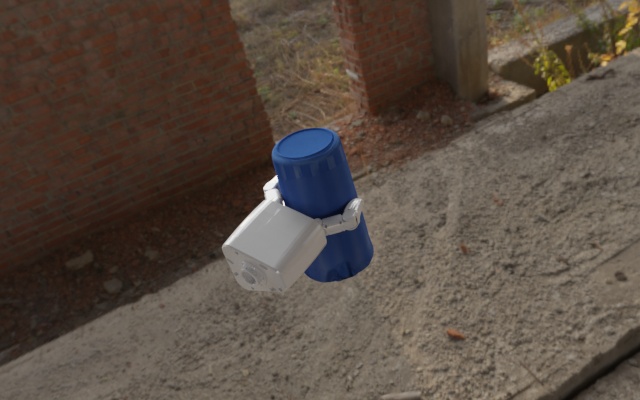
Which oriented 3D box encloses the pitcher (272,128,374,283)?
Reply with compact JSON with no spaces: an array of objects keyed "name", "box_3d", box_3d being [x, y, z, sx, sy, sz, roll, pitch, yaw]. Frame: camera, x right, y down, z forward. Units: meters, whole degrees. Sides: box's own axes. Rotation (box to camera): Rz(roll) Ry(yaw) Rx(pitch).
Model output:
[{"name":"pitcher","box_3d":[0.000,0.003,0.795,0.149,0.243,0.145,11,43,33]}]
